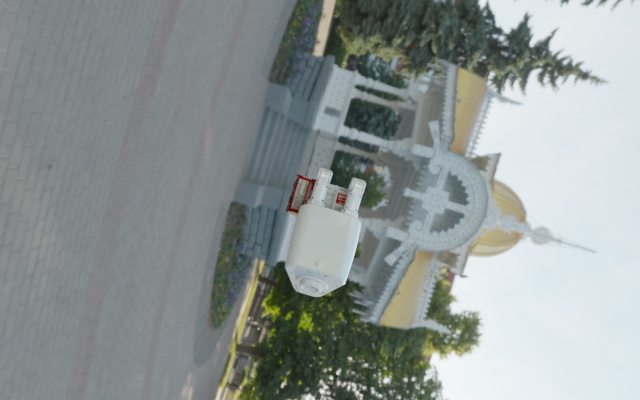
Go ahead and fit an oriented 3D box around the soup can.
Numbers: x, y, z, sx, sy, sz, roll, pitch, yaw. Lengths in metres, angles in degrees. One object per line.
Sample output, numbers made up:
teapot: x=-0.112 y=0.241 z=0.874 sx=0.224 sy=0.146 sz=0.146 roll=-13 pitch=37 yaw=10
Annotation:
soup can: x=0.001 y=0.002 z=0.790 sx=0.102 sy=0.068 sz=0.068 roll=17 pitch=0 yaw=-1
